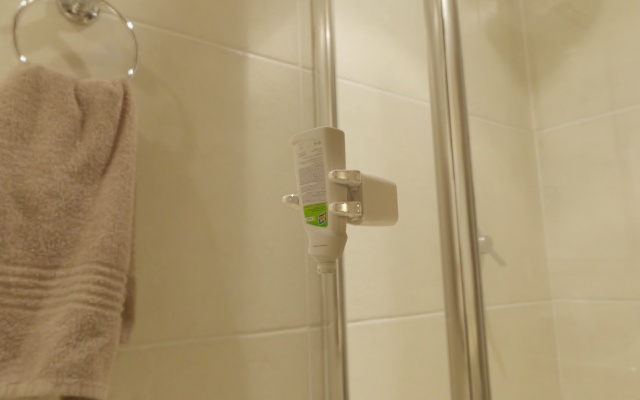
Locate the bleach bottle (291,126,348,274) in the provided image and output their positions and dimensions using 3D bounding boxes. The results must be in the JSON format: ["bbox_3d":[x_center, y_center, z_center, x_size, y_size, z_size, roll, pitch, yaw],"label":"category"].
[{"bbox_3d":[0.000,0.003,0.843,0.102,0.250,0.068,-11,-12,44],"label":"bleach bottle"}]
